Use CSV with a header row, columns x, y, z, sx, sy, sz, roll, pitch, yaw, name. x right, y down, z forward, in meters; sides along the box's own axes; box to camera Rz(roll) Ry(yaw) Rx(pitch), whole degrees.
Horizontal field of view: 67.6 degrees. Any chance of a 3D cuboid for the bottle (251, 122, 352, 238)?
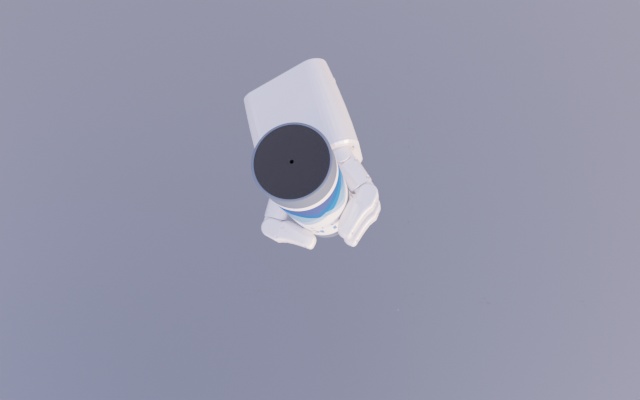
x,y,z,sx,sy,sz,roll,pitch,yaw,name
0.000,0.002,0.517,0.069,0.069,0.296,0,-13,9,bottle
